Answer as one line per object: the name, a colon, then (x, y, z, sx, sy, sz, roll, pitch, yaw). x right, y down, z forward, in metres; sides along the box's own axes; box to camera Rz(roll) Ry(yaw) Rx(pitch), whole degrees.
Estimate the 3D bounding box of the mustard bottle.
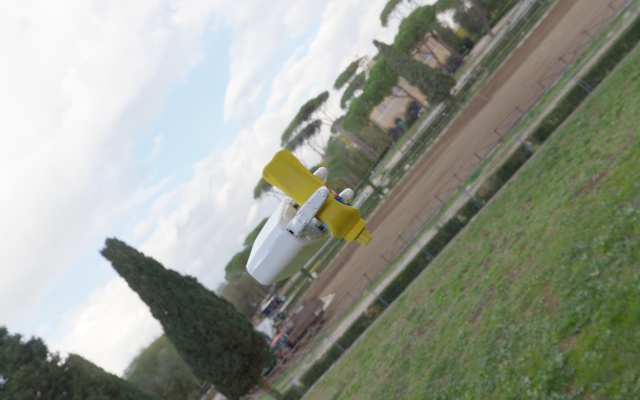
mustard bottle: (0.000, 0.002, 0.732, 0.191, 0.058, 0.096, 40, 0, 3)
